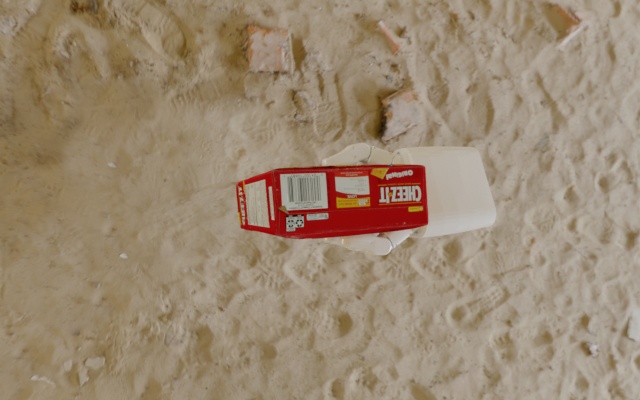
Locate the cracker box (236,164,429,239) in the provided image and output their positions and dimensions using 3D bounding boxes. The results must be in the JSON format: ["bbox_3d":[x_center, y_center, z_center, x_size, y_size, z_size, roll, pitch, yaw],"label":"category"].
[{"bbox_3d":[0.000,0.002,0.561,0.164,0.072,0.213,-3,0,-19],"label":"cracker box"}]
